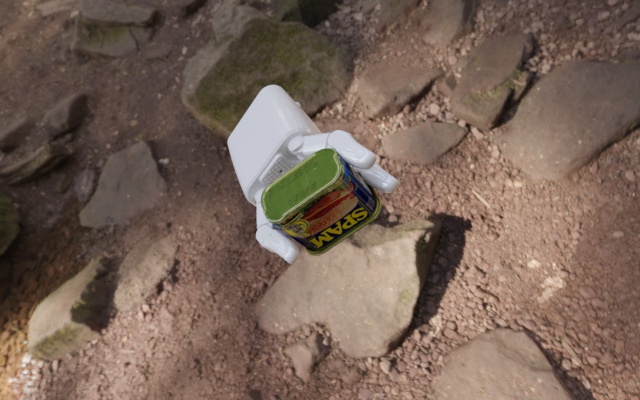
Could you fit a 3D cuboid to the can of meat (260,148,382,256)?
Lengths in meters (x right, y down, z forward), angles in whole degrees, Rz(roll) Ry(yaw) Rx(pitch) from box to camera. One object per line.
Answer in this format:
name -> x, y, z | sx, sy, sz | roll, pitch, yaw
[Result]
can of meat -> 0.000, 0.002, 0.505 | 0.102, 0.057, 0.084 | -34, -42, 13
